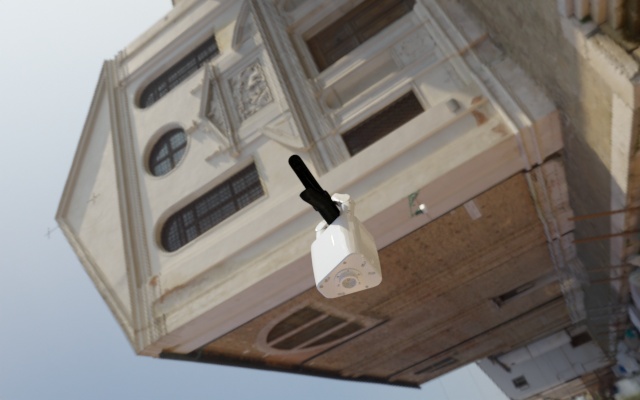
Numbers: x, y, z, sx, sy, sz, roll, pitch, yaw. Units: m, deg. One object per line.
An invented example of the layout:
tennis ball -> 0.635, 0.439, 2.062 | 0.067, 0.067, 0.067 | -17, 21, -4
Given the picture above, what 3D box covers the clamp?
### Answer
clamp -> 0.000, 0.003, 0.867 | 0.039, 0.171, 0.120 | -31, 32, 16
